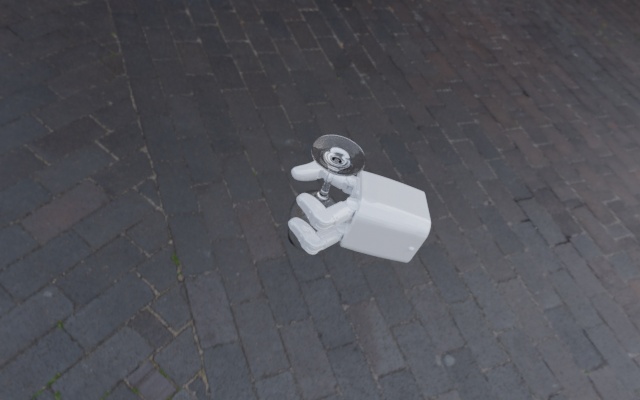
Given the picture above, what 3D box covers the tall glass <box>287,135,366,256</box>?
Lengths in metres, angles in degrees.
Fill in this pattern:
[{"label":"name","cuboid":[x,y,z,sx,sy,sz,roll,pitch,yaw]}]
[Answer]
[{"label":"tall glass","cuboid":[0.000,0.002,0.698,0.079,0.079,0.201,0,-39,-18]}]
